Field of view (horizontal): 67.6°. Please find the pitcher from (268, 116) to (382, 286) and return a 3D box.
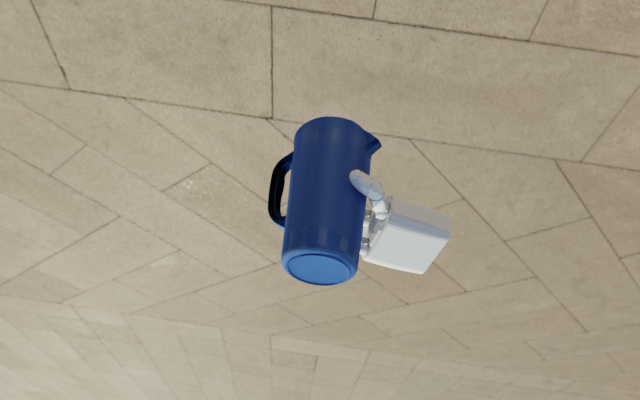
[{"bbox_3d":[0.000,0.002,0.731,0.145,0.242,0.149,18,-37,-14],"label":"pitcher"}]
